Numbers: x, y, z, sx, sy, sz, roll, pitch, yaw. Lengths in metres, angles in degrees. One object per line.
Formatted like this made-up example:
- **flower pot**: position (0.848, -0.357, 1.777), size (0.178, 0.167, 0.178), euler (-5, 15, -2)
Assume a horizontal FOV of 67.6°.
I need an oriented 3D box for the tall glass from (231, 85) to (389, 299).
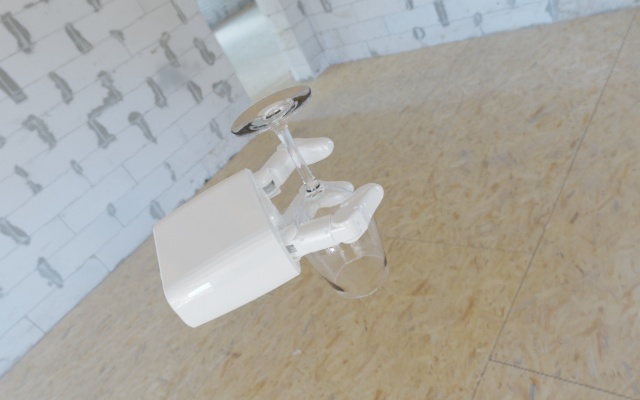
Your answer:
- **tall glass**: position (0.000, 0.001, 0.439), size (0.079, 0.201, 0.079), euler (-21, 31, 13)
